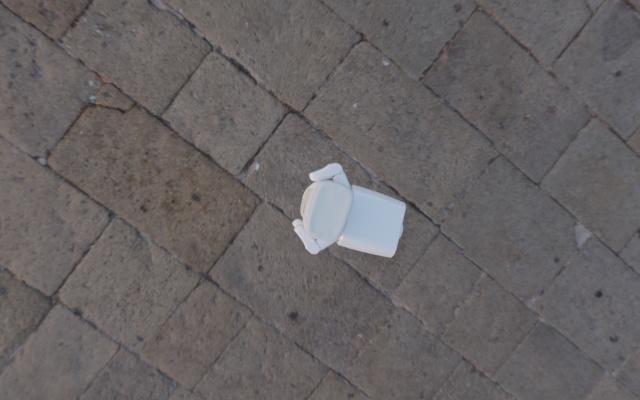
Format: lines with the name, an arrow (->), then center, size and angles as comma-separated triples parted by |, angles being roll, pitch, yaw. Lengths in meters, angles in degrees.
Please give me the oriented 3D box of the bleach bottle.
bleach bottle -> 0.000, 0.003, 0.890 | 0.068, 0.102, 0.251 | 17, 6, -8
